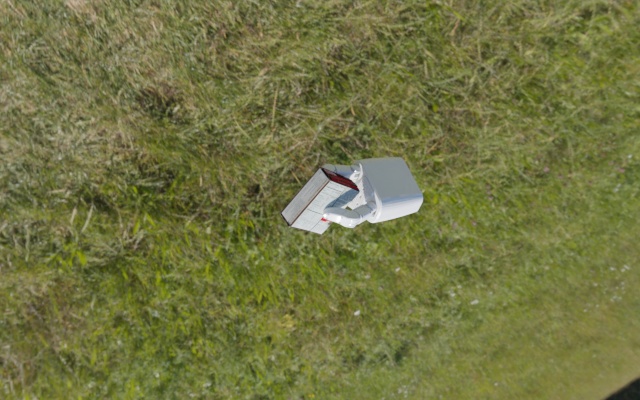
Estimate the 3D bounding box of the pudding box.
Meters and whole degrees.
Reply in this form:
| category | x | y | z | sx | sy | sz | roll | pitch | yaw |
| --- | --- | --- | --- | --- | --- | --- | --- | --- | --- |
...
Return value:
| category | x | y | z | sx | sy | sz | roll | pitch | yaw |
| --- | --- | --- | --- | --- | --- | --- | --- | --- | --- |
| pudding box | 0.000 | 0.003 | 0.812 | 0.090 | 0.113 | 0.039 | 19 | 27 | -49 |
